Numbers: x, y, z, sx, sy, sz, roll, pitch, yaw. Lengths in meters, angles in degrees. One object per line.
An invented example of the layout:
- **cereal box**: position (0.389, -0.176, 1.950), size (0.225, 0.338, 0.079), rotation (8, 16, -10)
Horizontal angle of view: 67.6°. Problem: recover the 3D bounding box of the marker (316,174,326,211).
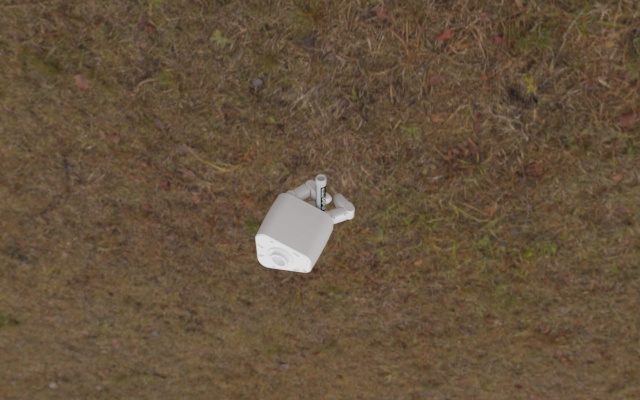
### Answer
- **marker**: position (0.000, 0.003, 0.870), size (0.020, 0.020, 0.121), rotation (0, -44, -1)
